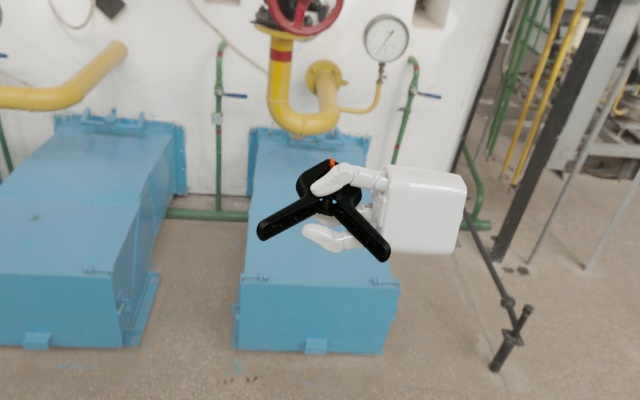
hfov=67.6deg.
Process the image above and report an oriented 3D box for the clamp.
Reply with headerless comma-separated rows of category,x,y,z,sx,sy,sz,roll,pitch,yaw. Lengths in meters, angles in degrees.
clamp,0.000,0.001,0.646,0.164,0.036,0.209,8,33,-9
